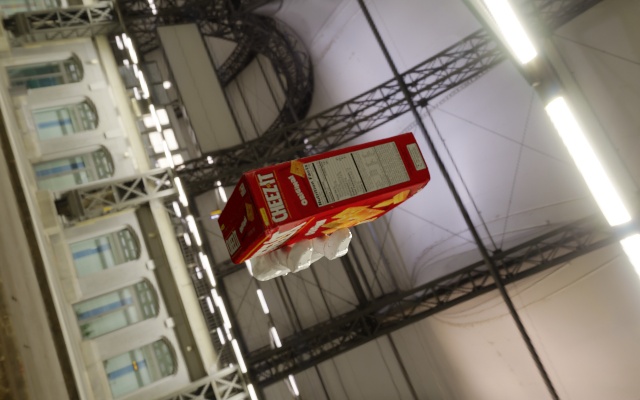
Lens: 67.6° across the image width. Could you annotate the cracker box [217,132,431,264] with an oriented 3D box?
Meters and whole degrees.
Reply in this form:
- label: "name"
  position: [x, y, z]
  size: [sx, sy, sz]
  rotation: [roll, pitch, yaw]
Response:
- label: "cracker box"
  position: [0.000, 0.002, 0.573]
  size: [0.213, 0.072, 0.164]
  rotation: [-17, -12, -25]
